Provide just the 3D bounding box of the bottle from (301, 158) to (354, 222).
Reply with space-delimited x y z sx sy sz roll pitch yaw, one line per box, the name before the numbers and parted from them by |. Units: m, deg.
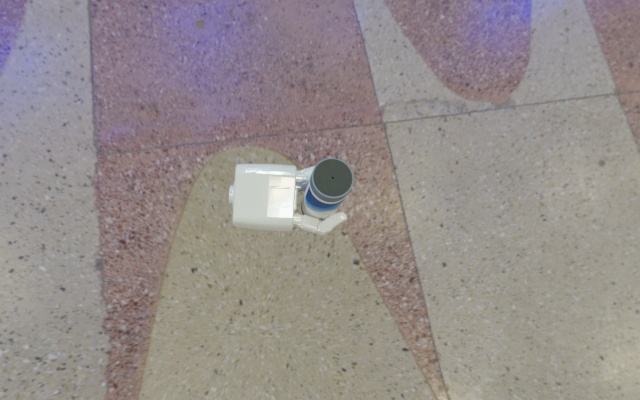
bottle | 0.000 0.003 0.880 0.069 0.069 0.296 0 -15 -8
